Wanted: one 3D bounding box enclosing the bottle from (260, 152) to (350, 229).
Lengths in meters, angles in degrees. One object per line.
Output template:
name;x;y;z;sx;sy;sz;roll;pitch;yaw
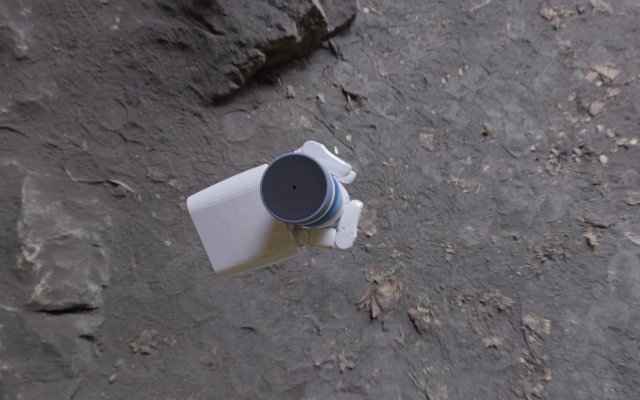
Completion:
bottle;0.000;0.002;0.584;0.069;0.069;0.296;0;-5;10
